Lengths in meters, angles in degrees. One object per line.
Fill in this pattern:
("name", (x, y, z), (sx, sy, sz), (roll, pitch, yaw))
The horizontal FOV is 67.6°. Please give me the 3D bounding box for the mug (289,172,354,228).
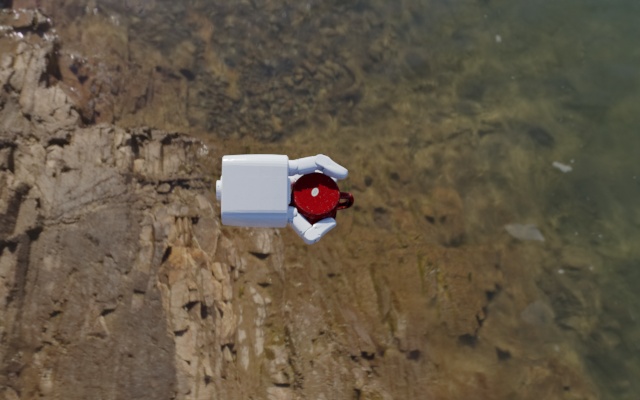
("mug", (0.002, 0.003, 0.820), (0.117, 0.093, 0.081), (0, -22, -8))
